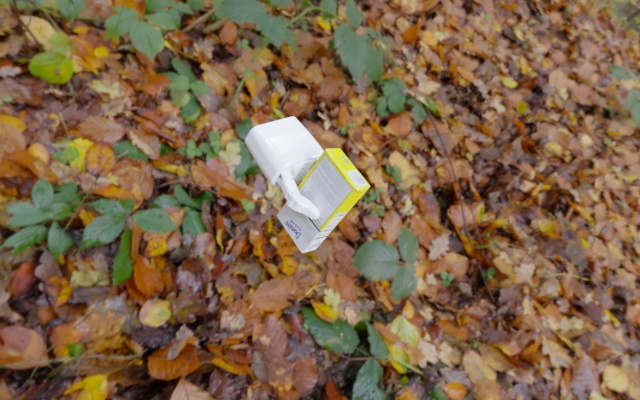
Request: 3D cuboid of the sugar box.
[{"bbox_3d":[0.000,0.002,0.839,0.048,0.093,0.176,-12,-32,-47],"label":"sugar box"}]
